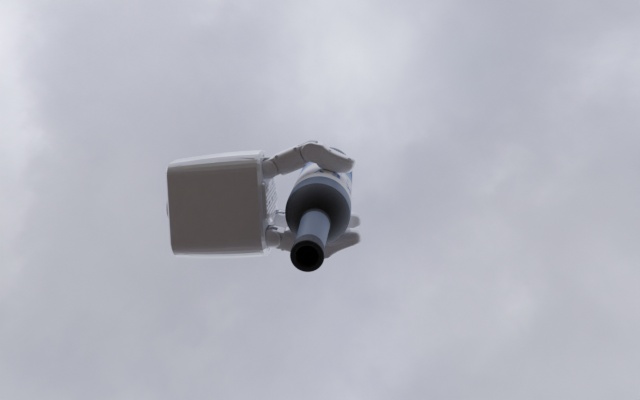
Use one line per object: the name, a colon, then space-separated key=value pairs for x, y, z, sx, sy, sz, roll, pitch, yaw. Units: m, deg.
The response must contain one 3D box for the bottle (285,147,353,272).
bottle: x=0.000 y=0.002 z=0.514 sx=0.069 sy=0.069 sz=0.295 roll=0 pitch=17 yaw=4
